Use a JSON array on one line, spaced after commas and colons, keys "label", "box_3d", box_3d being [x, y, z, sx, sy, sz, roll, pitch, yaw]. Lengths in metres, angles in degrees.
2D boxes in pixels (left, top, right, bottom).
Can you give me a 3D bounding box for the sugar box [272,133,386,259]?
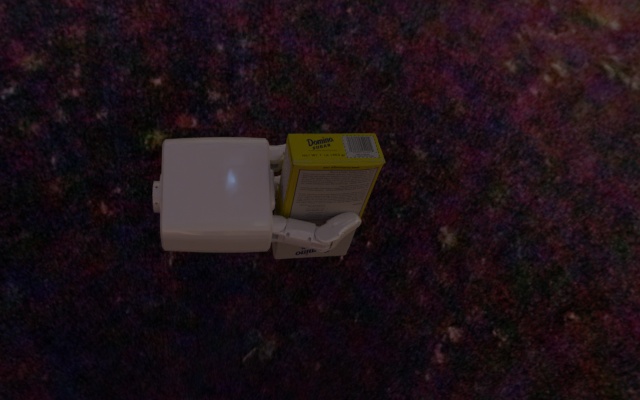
[{"label": "sugar box", "box_3d": [0.000, 0.001, 0.522, 0.093, 0.048, 0.176, -1, -34, -14]}]
